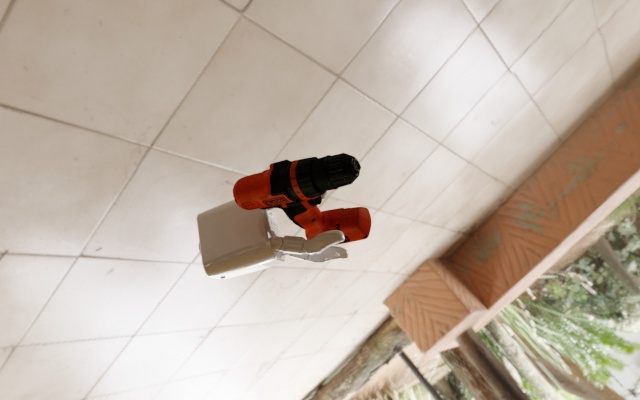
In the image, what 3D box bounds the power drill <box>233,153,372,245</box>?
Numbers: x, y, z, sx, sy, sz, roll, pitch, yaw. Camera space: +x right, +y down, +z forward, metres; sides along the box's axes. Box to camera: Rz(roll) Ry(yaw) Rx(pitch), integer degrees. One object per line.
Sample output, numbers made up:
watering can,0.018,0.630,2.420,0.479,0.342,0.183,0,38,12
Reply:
power drill,0.000,0.002,0.669,0.184,0.057,0.188,-10,-31,28
